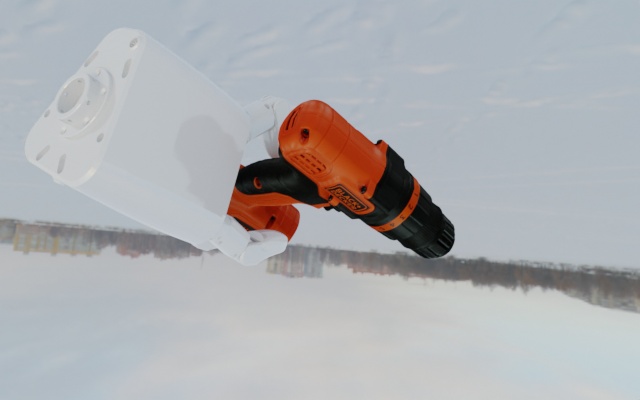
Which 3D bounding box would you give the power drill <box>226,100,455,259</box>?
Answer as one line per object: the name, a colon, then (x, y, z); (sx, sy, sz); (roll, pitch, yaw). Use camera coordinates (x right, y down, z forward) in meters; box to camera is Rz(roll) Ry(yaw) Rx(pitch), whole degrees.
power drill: (0.000, 0.001, 0.416); (0.184, 0.057, 0.188); (39, -33, -30)
